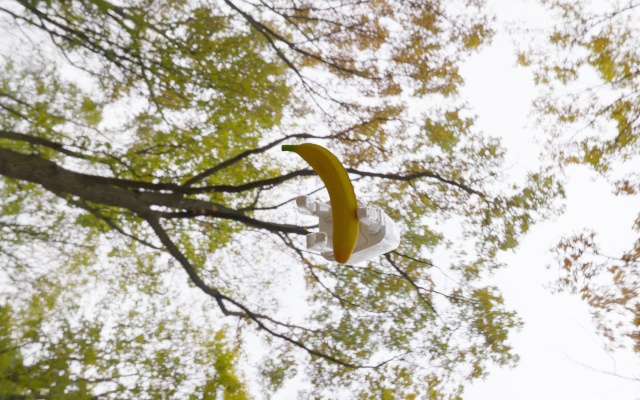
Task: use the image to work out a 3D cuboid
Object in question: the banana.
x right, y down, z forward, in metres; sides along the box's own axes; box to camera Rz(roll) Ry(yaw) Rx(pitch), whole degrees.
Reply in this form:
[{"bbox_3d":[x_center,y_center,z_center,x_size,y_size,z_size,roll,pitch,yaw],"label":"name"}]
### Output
[{"bbox_3d":[0.014,-0.010,0.670,0.069,0.197,0.037,-31,-21,11],"label":"banana"}]
